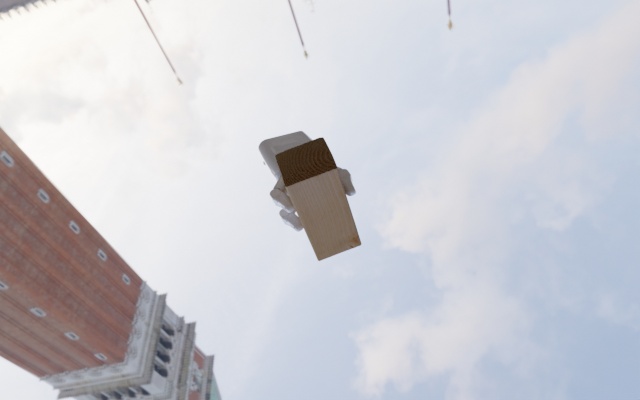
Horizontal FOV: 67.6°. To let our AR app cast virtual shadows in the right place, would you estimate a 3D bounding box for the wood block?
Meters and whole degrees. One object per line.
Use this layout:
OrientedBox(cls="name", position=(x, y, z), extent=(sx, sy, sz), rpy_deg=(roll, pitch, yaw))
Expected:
OrientedBox(cls="wood block", position=(0.000, 0.003, 0.853), extent=(0.091, 0.090, 0.206), rpy_deg=(-21, -45, 0))
